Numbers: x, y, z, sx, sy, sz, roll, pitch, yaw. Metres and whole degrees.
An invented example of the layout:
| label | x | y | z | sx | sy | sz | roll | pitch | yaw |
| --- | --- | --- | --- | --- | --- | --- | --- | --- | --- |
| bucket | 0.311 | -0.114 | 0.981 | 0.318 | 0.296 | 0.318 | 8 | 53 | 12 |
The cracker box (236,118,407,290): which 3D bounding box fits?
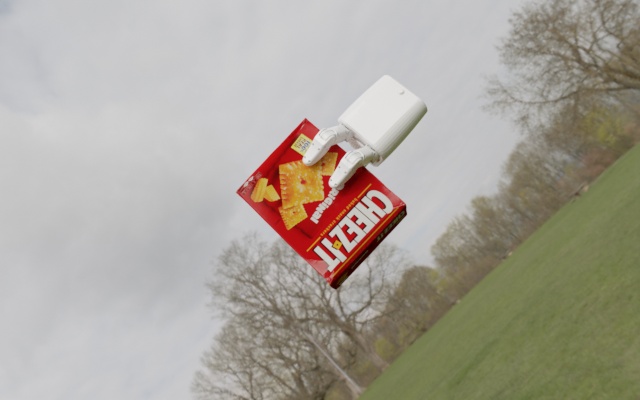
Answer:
| label | x | y | z | sx | sy | sz | roll | pitch | yaw |
| --- | --- | --- | --- | --- | --- | --- | --- | --- | --- |
| cracker box | 0.000 | 0.002 | 0.737 | 0.213 | 0.164 | 0.072 | 43 | -4 | 18 |
